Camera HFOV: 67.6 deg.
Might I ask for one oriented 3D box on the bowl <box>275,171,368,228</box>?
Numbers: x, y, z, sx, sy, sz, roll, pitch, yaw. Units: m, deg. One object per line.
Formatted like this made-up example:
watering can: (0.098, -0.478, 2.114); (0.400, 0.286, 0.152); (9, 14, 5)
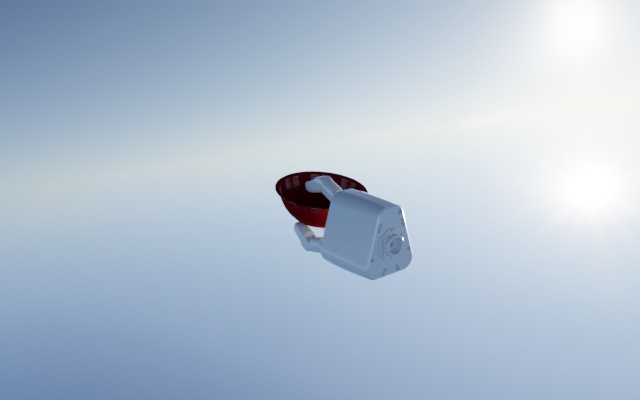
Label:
bowl: (0.000, 0.003, 0.835); (0.162, 0.055, 0.162); (5, 25, -2)
